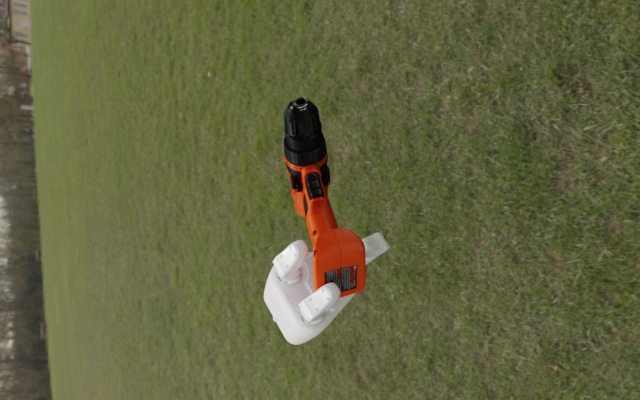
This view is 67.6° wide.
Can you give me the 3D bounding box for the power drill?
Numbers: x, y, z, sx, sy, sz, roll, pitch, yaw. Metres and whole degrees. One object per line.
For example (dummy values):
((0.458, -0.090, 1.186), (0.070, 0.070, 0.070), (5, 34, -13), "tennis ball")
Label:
((0.000, 0.002, 0.542), (0.057, 0.187, 0.185), (-13, -40, -4), "power drill")
